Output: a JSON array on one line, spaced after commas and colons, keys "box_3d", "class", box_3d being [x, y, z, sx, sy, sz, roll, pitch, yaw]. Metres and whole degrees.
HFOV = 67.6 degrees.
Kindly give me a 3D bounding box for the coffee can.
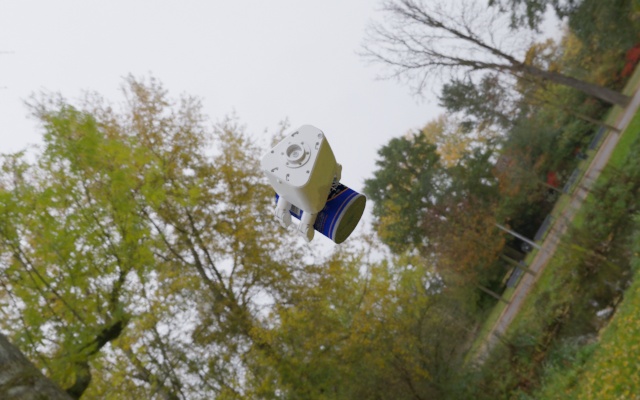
[{"box_3d": [0.000, 0.003, 0.892, 0.140, 0.103, 0.103, 30, 12, 21], "class": "coffee can"}]
